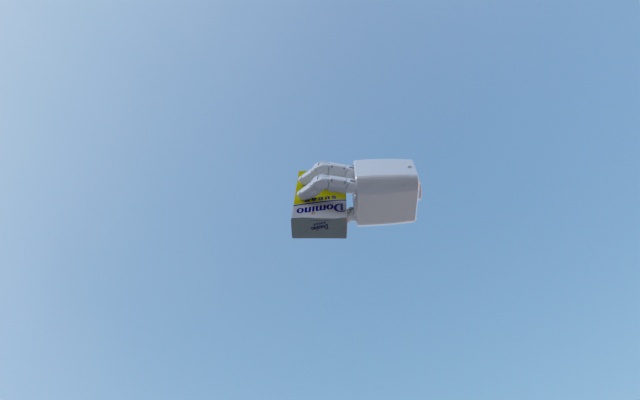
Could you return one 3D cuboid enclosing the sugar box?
[{"bbox_3d":[0.000,0.002,0.845,0.093,0.048,0.176,0,27,1],"label":"sugar box"}]
